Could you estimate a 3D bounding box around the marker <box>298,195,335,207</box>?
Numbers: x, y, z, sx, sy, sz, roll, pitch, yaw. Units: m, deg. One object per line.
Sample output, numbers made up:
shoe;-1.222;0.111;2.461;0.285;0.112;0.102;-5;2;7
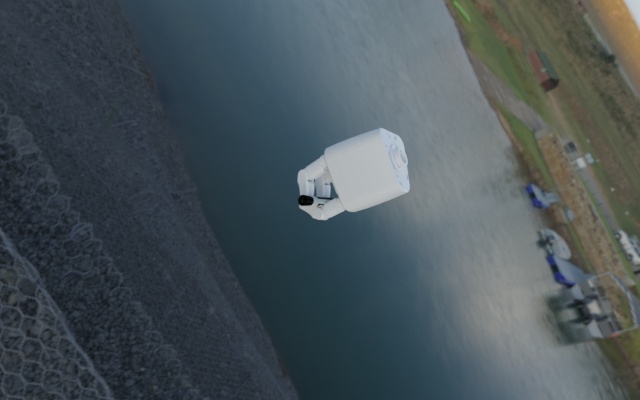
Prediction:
marker;0.000;0.003;0.824;0.020;0.020;0.121;0;-3;32
